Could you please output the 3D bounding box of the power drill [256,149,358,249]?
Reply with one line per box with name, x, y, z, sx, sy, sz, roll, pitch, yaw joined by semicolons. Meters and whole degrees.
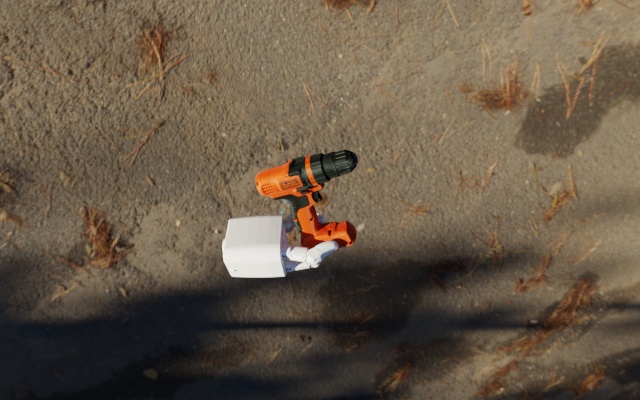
power drill;0.000;0.003;0.852;0.184;0.188;0.057;-13;33;19
